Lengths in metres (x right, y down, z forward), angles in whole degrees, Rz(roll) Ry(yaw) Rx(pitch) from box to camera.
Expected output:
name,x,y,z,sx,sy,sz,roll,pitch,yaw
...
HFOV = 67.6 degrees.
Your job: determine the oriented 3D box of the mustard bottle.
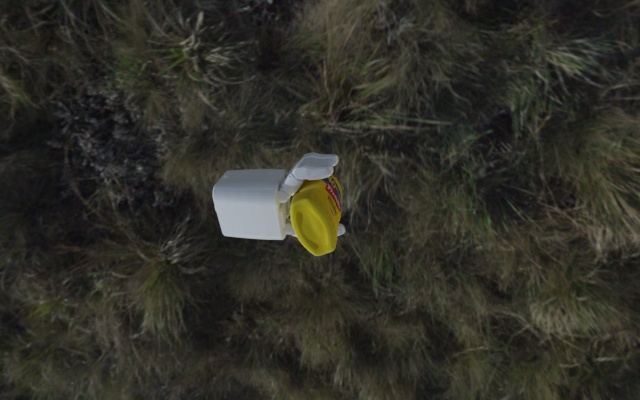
name,x,y,z,sx,sy,sz,roll,pitch,yaw
mustard bottle,0.000,0.003,0.770,0.058,0.096,0.191,-21,20,16
